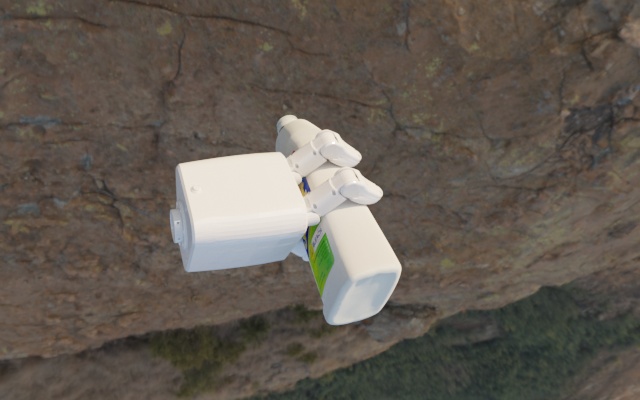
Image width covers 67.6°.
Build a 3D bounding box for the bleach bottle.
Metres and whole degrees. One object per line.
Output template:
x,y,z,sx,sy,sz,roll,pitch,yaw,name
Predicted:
0.000,0.002,0.529,0.068,0.250,0.103,-8,-40,-22,bleach bottle
